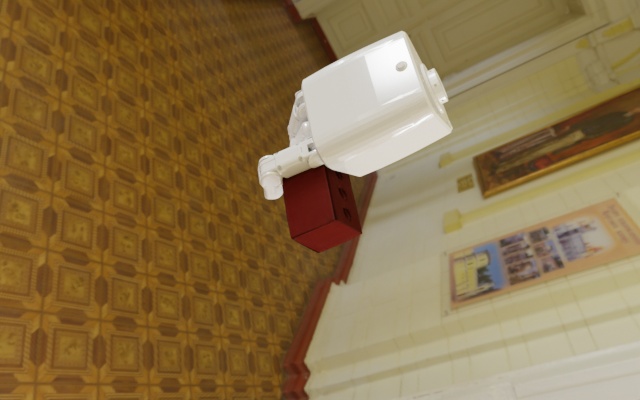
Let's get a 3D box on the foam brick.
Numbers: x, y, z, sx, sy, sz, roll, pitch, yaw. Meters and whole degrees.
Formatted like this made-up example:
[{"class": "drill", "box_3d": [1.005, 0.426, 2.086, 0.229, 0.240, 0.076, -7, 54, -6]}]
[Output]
[{"class": "foam brick", "box_3d": [0.000, 0.002, 0.461, 0.051, 0.078, 0.053, -23, -29, 22]}]
